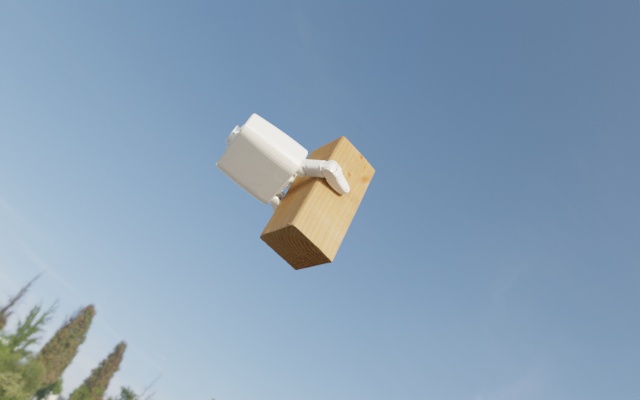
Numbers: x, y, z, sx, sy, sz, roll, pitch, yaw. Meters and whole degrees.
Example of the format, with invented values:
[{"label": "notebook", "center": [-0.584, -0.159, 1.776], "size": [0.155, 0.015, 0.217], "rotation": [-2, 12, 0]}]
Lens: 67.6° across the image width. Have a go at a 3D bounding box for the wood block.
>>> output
[{"label": "wood block", "center": [0.000, 0.002, 0.787], "size": [0.091, 0.206, 0.090], "rotation": [-21, -58, 46]}]
